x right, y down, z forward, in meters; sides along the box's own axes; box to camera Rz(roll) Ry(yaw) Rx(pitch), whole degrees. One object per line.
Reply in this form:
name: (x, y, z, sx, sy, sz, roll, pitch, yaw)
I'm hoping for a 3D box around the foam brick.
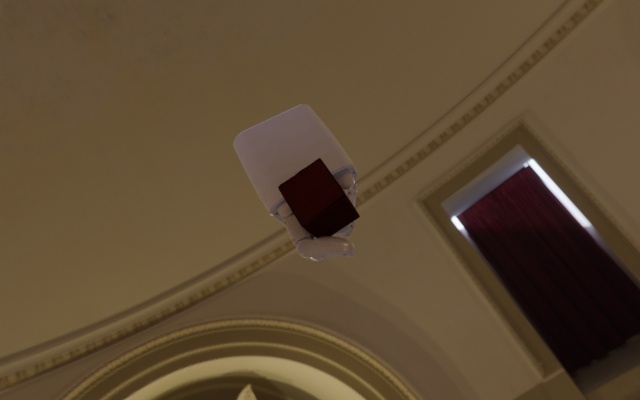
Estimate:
foam brick: (0.000, 0.002, 0.494, 0.053, 0.051, 0.078, -34, -22, 3)
